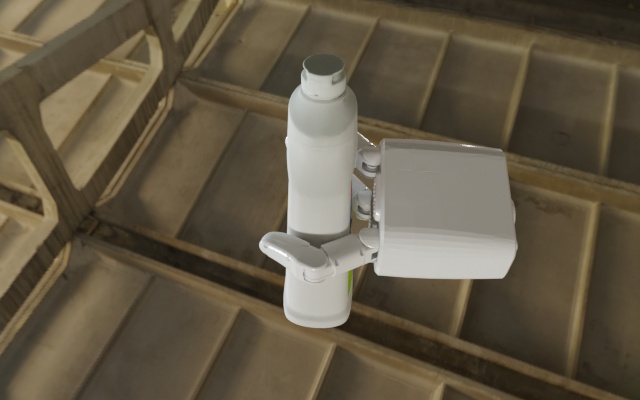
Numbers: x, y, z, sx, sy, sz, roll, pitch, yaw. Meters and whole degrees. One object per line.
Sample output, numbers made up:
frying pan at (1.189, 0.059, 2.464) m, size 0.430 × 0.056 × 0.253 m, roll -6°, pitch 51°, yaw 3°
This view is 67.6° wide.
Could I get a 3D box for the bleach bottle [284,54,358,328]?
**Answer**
bleach bottle at (0.000, 0.001, 0.406) m, size 0.068 × 0.102 × 0.251 m, roll 3°, pitch -44°, yaw 2°
